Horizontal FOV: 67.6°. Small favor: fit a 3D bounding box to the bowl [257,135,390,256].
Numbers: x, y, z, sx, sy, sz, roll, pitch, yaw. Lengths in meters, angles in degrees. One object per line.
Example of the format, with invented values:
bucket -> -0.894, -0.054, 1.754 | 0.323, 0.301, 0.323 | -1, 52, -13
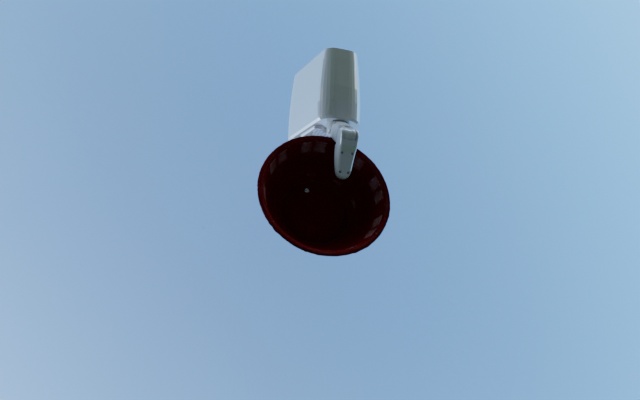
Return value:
bowl -> 0.000, 0.003, 0.581 | 0.162, 0.162, 0.055 | 0, -28, -17
